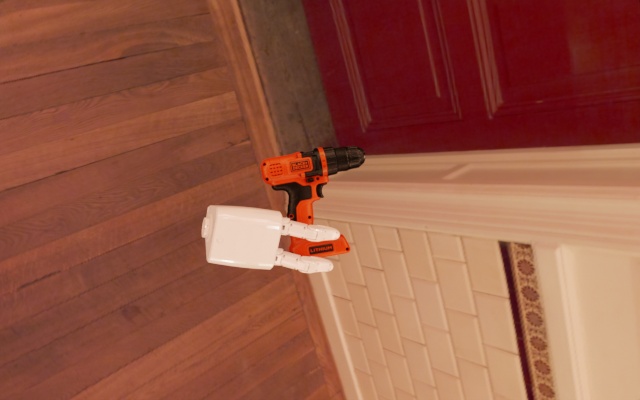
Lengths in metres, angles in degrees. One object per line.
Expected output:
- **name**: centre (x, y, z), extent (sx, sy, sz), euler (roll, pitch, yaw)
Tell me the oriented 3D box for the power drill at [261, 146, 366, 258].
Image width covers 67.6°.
- **power drill**: centre (0.000, 0.003, 0.831), extent (0.184, 0.187, 0.057), euler (-10, -1, -5)
